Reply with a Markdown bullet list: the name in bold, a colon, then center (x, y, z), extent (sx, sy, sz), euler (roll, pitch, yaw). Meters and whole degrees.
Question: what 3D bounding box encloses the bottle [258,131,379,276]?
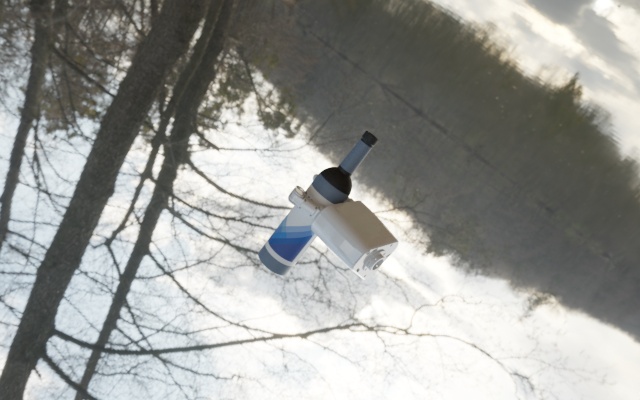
- **bottle**: center (0.000, 0.003, 0.839), extent (0.069, 0.296, 0.069), euler (35, 15, -11)
